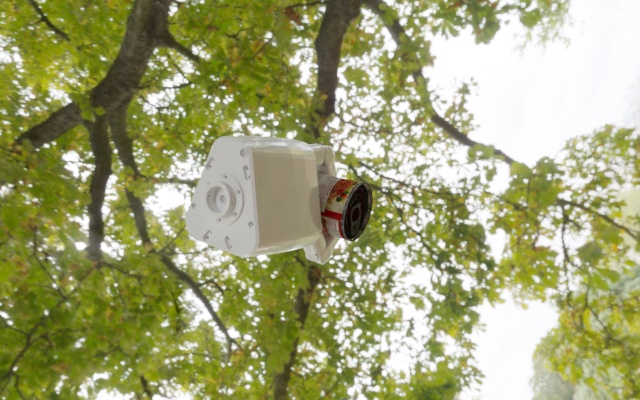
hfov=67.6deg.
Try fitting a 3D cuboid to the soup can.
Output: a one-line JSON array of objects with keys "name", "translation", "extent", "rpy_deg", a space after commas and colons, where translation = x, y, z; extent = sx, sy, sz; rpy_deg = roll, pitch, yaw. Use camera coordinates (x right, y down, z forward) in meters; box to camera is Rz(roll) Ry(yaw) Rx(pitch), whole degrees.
[{"name": "soup can", "translation": [0.000, 0.002, 0.556], "extent": [0.102, 0.068, 0.068], "rpy_deg": [15, 7, 29]}]
